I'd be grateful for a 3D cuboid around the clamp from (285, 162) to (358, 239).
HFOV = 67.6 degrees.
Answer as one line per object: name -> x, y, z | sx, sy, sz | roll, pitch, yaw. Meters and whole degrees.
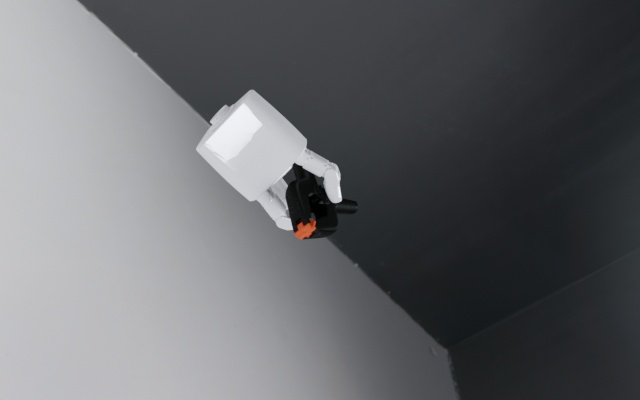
clamp -> 0.001, 0.002, 0.712 | 0.036, 0.164, 0.209 | -38, 22, 22
